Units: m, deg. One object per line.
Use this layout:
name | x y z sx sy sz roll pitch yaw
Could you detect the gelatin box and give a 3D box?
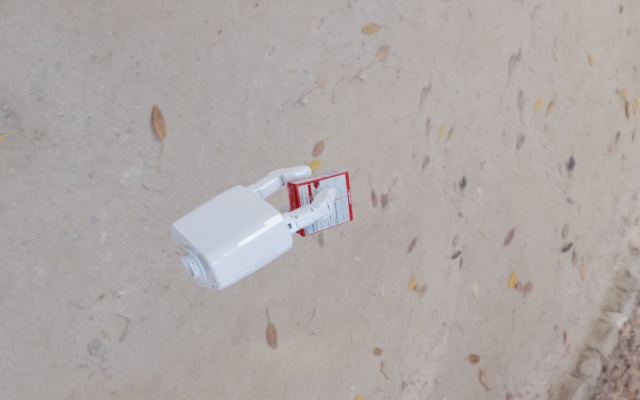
gelatin box | 0.001 0.002 0.660 0.089 0.073 0.030 -16 18 -30
